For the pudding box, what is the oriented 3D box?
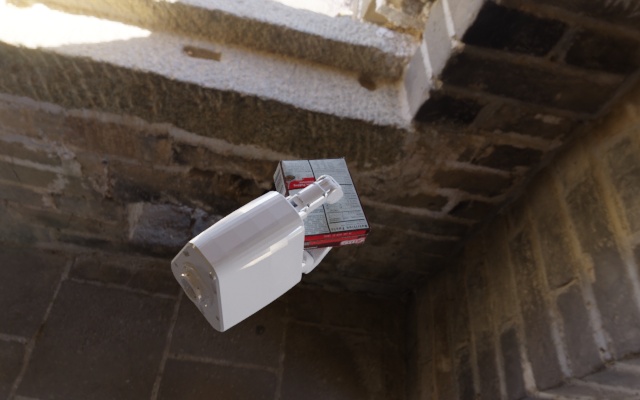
[{"bbox_3d":[0.000,0.002,0.574,0.090,0.113,0.039,-4,-32,-21],"label":"pudding box"}]
